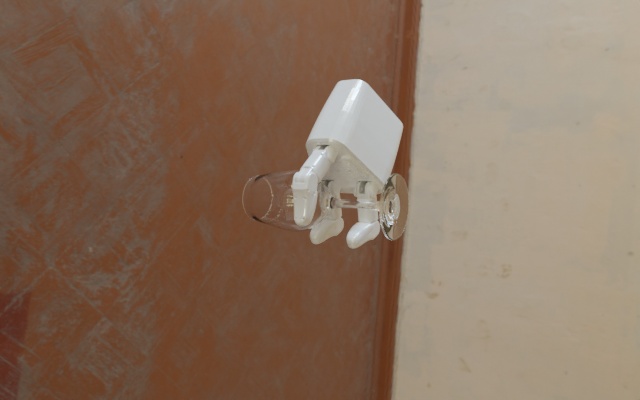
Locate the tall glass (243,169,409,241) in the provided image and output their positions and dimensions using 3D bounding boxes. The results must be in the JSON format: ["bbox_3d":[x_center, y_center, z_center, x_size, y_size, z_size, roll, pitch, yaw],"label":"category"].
[{"bbox_3d":[0.001,0.002,0.581,0.201,0.079,0.079,3,2,33],"label":"tall glass"}]
